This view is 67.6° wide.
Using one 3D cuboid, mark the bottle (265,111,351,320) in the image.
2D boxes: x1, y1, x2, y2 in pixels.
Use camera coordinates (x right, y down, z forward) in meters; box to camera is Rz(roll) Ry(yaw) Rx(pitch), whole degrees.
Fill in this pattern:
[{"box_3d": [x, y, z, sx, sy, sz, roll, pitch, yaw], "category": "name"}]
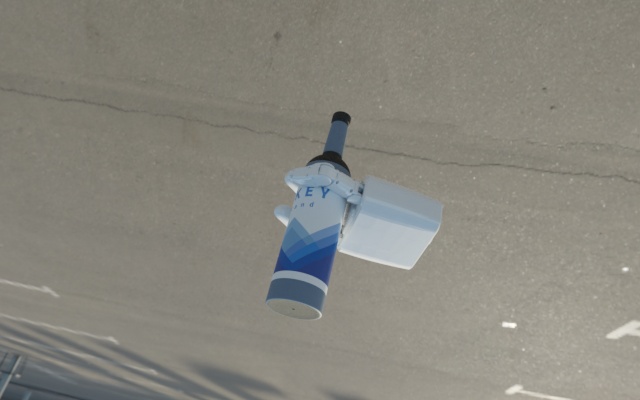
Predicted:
[{"box_3d": [0.000, 0.002, 0.619, 0.069, 0.295, 0.069, 11, -31, 6], "category": "bottle"}]
